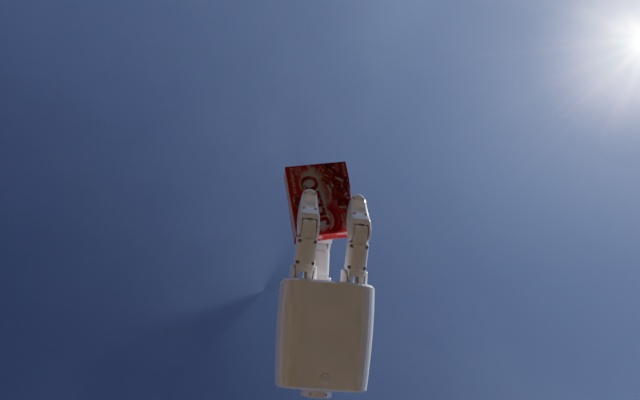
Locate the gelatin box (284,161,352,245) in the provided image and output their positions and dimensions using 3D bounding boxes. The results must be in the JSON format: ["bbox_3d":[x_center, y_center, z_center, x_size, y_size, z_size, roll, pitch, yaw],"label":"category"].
[{"bbox_3d":[0.000,0.002,0.551,0.073,0.089,0.030,-6,-21,-11],"label":"gelatin box"}]
